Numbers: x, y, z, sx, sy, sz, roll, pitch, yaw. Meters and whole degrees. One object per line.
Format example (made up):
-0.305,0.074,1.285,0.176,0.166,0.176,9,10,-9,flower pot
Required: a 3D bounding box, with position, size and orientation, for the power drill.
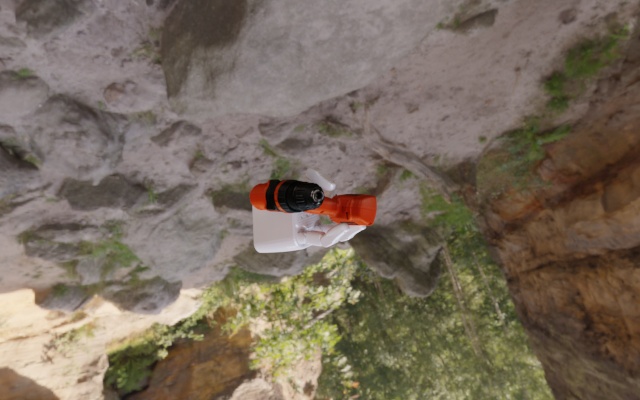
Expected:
0.000,0.003,0.786,0.188,0.057,0.184,12,-5,-34,power drill
